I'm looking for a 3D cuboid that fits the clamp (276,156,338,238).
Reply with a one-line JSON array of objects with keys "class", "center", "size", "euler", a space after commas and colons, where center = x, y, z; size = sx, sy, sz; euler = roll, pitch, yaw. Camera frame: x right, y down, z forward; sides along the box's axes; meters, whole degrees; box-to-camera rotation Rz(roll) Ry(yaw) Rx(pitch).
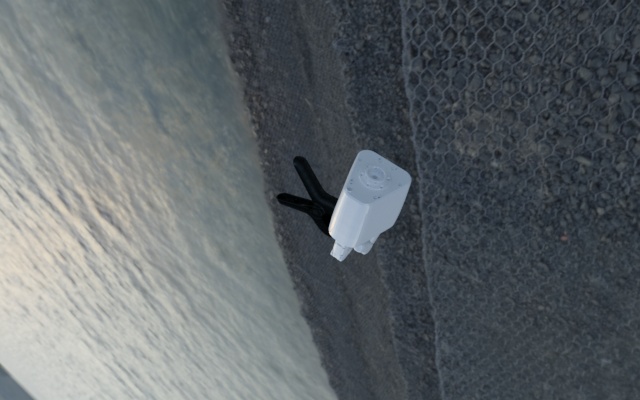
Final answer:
[{"class": "clamp", "center": [0.000, 0.003, 0.818], "size": [0.171, 0.120, 0.039], "euler": [33, 53, 15]}]
